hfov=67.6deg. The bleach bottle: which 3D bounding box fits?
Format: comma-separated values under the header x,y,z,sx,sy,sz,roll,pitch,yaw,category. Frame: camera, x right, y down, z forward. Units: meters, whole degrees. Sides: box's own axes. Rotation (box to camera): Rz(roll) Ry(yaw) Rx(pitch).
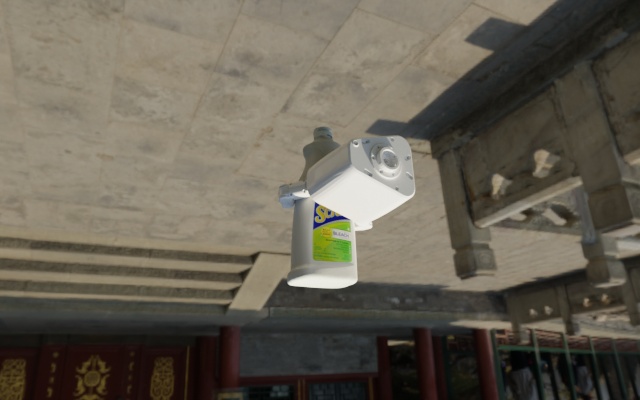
x,y,z,sx,sy,sz,roll,pitch,yaw,category
0.000,0.002,0.727,0.102,0.250,0.068,9,-23,-27,bleach bottle
